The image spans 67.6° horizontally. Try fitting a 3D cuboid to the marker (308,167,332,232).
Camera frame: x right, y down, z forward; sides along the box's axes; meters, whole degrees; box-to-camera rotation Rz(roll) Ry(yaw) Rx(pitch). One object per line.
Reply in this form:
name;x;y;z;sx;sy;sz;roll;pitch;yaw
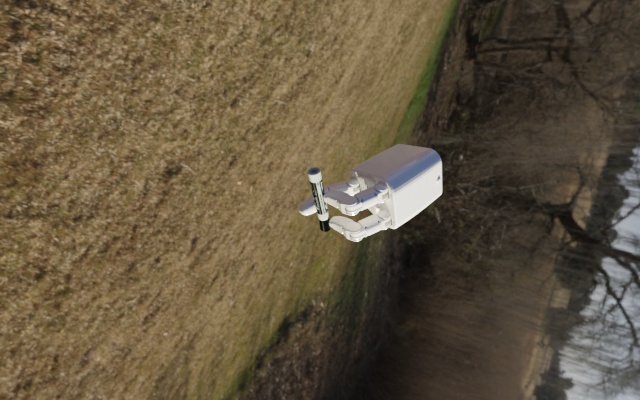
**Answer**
marker;0.000;0.002;0.728;0.020;0.121;0.020;-7;40;6
